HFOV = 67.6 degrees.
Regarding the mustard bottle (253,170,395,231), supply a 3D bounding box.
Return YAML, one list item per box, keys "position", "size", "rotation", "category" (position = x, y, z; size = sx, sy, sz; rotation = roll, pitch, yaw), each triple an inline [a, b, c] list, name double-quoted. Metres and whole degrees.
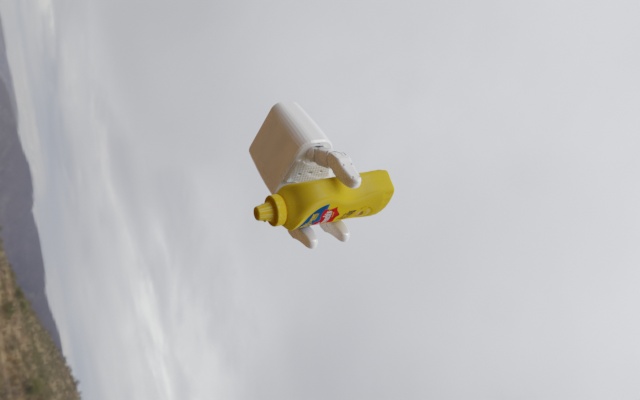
- position: [0.000, 0.002, 0.643]
  size: [0.191, 0.058, 0.096]
  rotation: [-9, -17, -31]
  category: "mustard bottle"
